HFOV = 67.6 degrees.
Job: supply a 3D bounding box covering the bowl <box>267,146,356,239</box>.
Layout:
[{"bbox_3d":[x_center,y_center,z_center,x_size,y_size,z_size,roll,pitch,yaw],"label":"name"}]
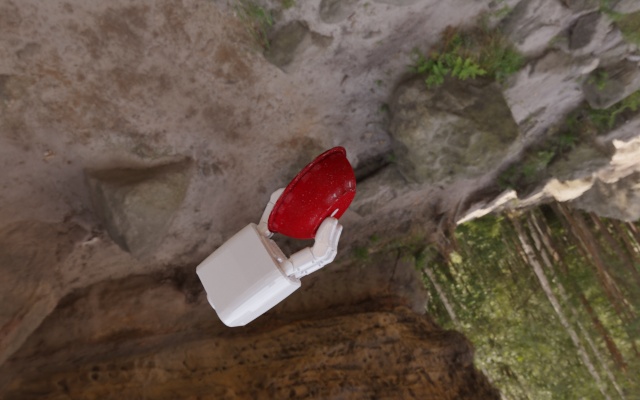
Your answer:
[{"bbox_3d":[0.001,0.001,0.681,0.055,0.162,0.162,41,13,15],"label":"bowl"}]
